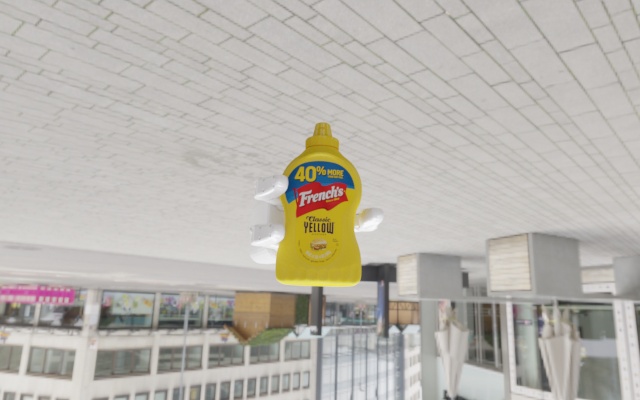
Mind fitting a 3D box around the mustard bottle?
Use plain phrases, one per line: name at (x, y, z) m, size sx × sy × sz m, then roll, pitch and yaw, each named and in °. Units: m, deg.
mustard bottle at (0.000, 0.002, 0.556) m, size 0.096 × 0.191 × 0.058 m, roll 1°, pitch -13°, yaw 3°
